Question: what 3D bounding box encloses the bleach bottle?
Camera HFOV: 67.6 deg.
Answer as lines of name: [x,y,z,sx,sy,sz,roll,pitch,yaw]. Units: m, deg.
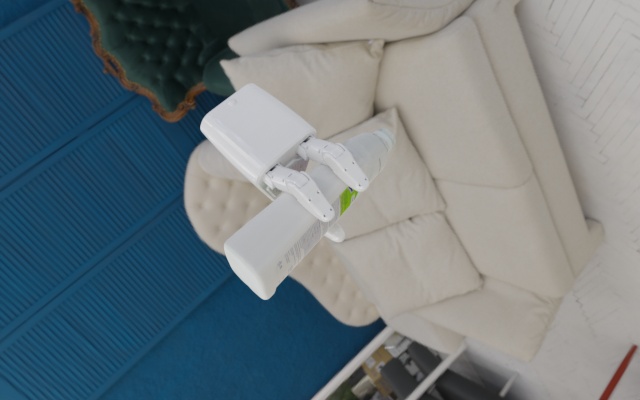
bleach bottle: [0.000,0.002,0.577,0.068,0.250,0.103,40,-22,17]
